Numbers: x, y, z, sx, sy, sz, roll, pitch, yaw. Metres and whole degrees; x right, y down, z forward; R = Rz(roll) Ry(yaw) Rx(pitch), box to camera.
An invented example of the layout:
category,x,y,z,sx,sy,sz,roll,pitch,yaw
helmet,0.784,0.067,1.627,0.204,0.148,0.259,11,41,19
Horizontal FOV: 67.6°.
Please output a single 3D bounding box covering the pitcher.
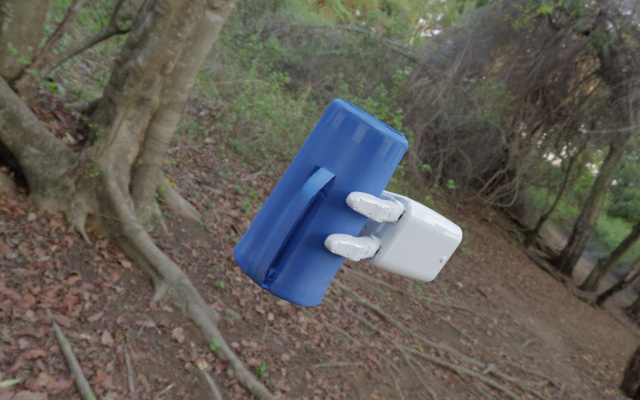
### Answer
category,x,y,z,sx,sy,sz,roll,pitch,yaw
pitcher,0.000,0.002,0.593,0.145,0.243,0.149,24,14,-30
